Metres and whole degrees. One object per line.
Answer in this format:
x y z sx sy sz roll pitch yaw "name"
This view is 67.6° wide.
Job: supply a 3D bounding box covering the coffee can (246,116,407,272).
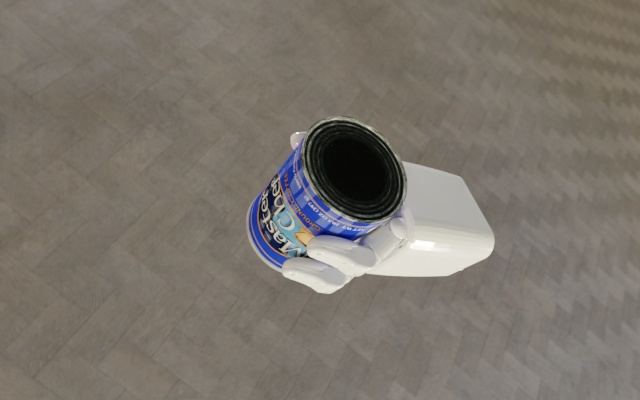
0.000 0.001 0.455 0.103 0.102 0.140 0 -25 -29 "coffee can"
